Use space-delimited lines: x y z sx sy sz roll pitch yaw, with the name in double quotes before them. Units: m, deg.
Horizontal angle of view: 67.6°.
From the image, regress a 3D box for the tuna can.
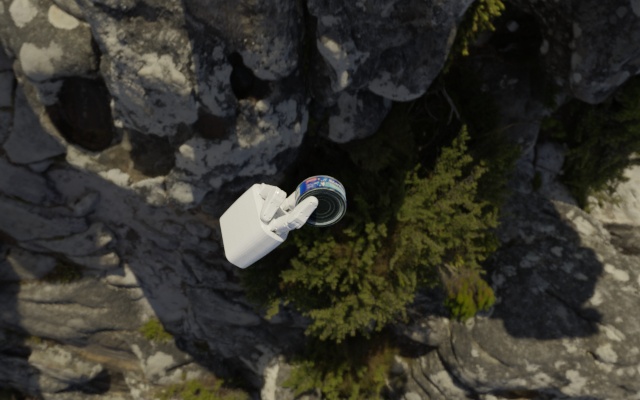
"tuna can" 0.000 0.003 0.791 0.086 0.086 0.033 0 39 -4
